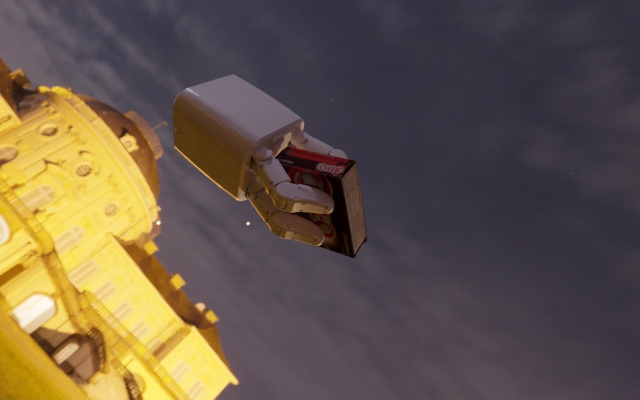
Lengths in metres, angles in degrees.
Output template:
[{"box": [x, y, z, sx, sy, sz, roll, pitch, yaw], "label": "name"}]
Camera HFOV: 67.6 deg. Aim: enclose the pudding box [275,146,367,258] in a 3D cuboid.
[{"box": [0.000, 0.002, 0.522, 0.090, 0.114, 0.039, 16, 47, 32], "label": "pudding box"}]
